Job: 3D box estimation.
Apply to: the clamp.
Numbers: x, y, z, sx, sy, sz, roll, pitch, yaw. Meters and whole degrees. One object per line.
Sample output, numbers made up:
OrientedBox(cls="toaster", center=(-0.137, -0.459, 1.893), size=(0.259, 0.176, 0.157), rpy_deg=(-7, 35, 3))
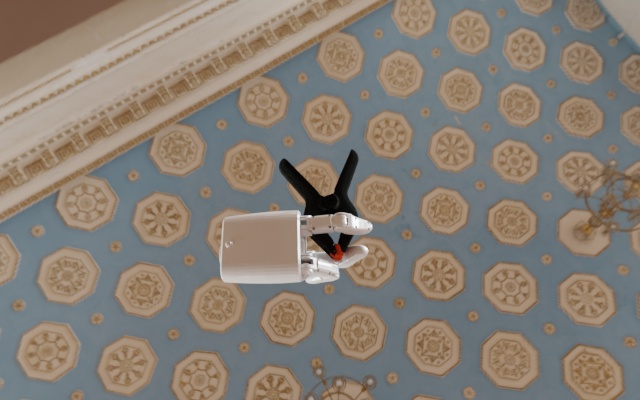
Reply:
OrientedBox(cls="clamp", center=(0.000, 0.003, 0.696), size=(0.120, 0.171, 0.039), rpy_deg=(-3, -25, 1))
